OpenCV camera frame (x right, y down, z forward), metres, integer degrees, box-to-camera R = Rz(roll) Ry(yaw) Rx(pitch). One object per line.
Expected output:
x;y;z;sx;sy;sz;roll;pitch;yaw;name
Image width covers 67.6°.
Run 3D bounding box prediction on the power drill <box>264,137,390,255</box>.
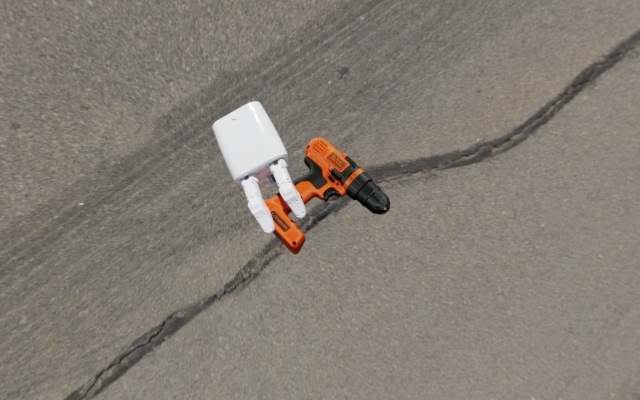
0.000;0.003;0.814;0.184;0.187;0.057;42;-17;19;power drill
